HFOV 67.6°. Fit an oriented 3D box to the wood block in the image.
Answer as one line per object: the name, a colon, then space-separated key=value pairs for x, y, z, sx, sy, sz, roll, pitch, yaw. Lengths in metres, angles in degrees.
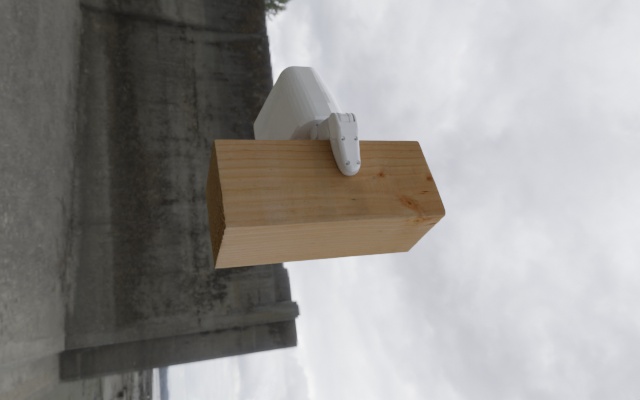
wood block: x=0.000 y=0.001 z=0.465 sx=0.206 sy=0.090 sz=0.091 roll=-3 pitch=-30 yaw=-20
